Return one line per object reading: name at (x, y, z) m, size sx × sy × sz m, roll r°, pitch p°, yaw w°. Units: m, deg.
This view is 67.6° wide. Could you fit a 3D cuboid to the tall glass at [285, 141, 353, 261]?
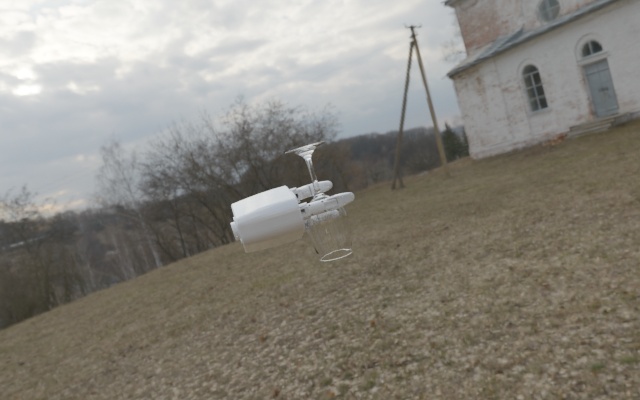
tall glass at (0.000, 0.002, 0.842) m, size 0.079 × 0.201 × 0.079 m, roll -17°, pitch 4°, yaw 1°
